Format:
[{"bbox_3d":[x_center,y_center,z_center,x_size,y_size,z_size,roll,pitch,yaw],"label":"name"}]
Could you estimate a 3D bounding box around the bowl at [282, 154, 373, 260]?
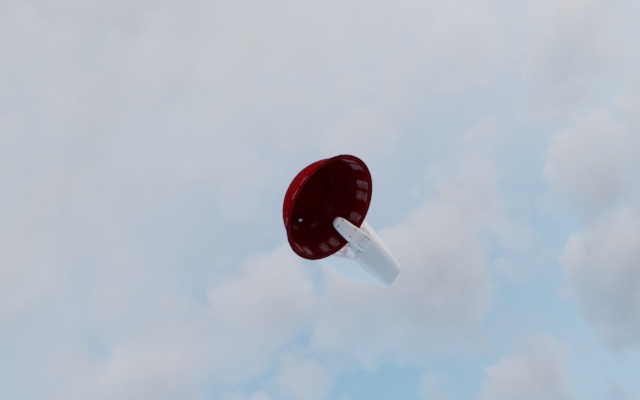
[{"bbox_3d":[-0.001,0.001,0.686,0.162,0.162,0.055,0,23,-45],"label":"bowl"}]
